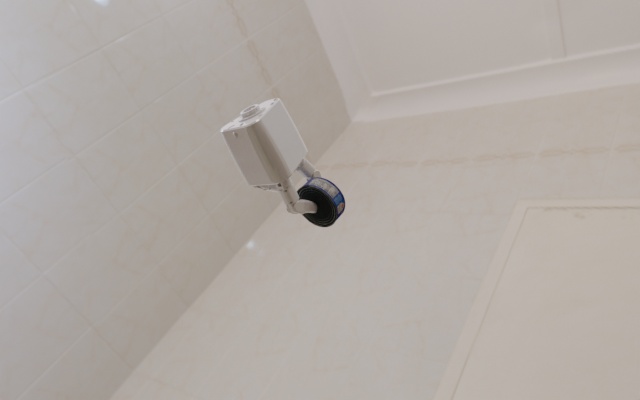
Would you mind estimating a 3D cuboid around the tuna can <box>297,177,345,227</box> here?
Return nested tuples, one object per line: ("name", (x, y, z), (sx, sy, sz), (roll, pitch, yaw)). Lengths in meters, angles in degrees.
("tuna can", (0.000, 0.002, 0.837), (0.086, 0.086, 0.033), (0, 32, 39))
